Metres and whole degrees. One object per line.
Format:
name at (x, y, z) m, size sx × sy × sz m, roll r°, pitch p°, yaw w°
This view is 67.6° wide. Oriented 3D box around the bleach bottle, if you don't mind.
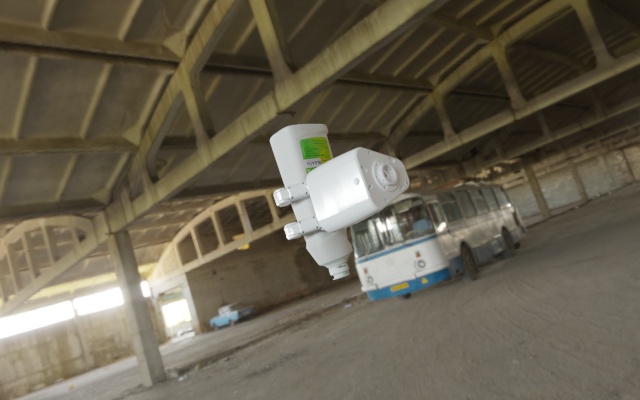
bleach bottle at (0.000, 0.003, 0.778) m, size 0.102 × 0.251 × 0.068 m, roll -11°, pitch -11°, yaw -45°
